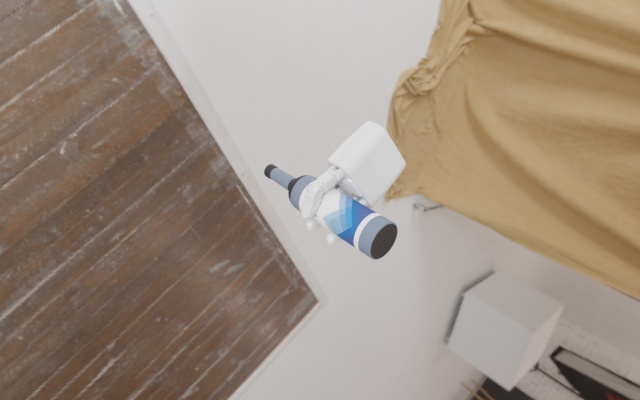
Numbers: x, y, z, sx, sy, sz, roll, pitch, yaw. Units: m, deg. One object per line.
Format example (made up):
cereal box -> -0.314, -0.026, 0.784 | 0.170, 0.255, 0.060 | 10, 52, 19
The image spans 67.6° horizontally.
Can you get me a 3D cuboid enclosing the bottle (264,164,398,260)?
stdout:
bottle -> 0.000, 0.003, 0.831 | 0.069, 0.069, 0.295 | 0, 24, -48
